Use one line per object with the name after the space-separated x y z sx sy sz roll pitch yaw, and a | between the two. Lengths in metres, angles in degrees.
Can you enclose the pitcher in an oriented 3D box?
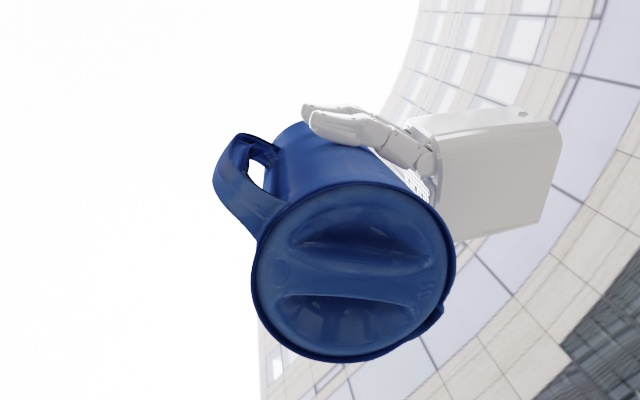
0.000 0.001 0.402 0.145 0.149 0.242 -10 23 -4 | pitcher
